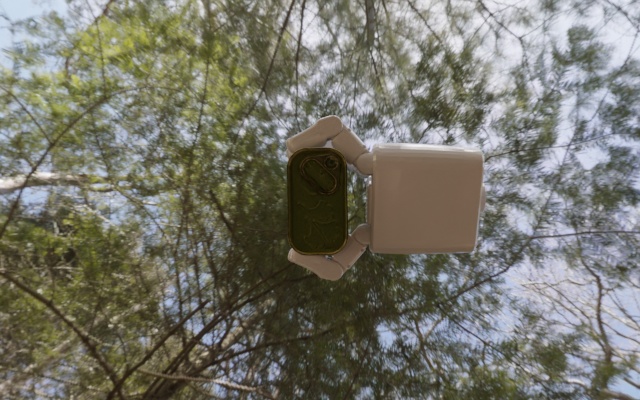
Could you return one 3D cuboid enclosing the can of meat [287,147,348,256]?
[{"bbox_3d":[0.000,0.002,0.489,0.057,0.102,0.084,-1,-1,4],"label":"can of meat"}]
